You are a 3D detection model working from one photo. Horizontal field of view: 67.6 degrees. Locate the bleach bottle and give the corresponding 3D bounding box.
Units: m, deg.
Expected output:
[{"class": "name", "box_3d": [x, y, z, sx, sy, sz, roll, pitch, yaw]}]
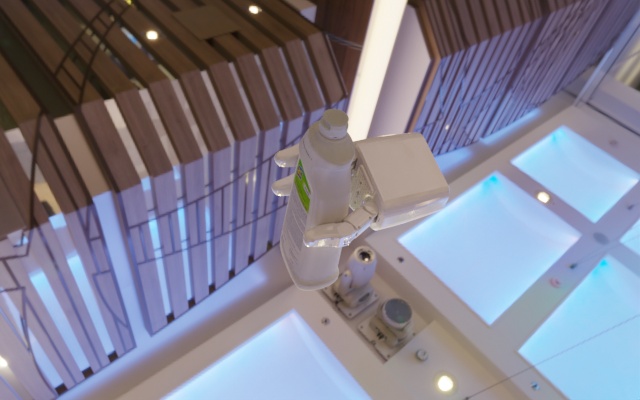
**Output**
[{"class": "bleach bottle", "box_3d": [0.000, 0.002, 0.587, 0.068, 0.102, 0.251, -12, -38, -22]}]
